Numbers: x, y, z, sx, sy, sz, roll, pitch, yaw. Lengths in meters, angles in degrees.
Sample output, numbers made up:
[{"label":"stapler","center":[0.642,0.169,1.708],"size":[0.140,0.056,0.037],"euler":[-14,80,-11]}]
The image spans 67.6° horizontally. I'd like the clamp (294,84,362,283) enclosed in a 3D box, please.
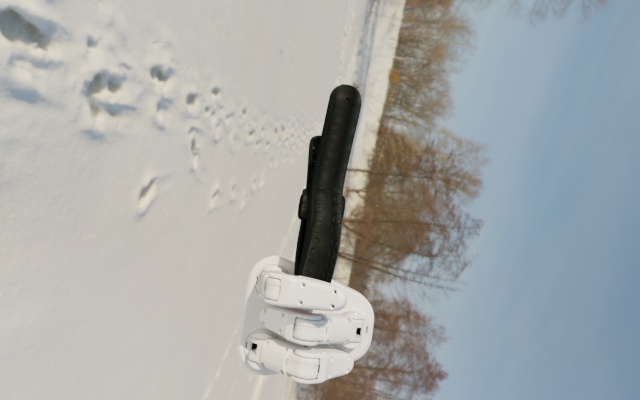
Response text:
[{"label":"clamp","center":[0.001,0.002,0.400],"size":[0.039,0.171,0.120],"euler":[11,-7,-2]}]
